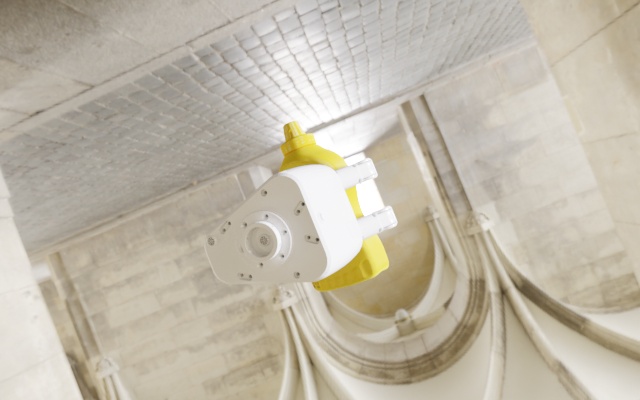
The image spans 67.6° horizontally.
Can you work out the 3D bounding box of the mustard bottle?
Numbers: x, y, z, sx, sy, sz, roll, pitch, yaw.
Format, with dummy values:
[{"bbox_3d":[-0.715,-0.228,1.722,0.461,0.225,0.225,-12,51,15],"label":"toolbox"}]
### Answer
[{"bbox_3d":[0.000,0.002,0.538,0.096,0.191,0.058,-23,-2,42],"label":"mustard bottle"}]
